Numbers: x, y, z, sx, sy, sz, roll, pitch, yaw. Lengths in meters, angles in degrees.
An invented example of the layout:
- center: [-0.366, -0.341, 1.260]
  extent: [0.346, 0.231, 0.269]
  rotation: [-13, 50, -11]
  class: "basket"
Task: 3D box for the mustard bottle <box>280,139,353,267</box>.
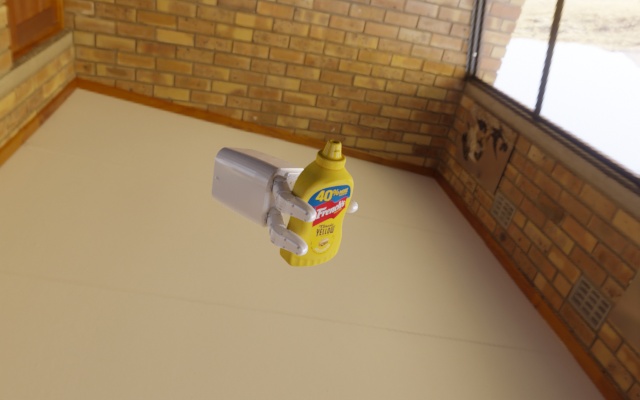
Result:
- center: [0.000, 0.003, 0.692]
  extent: [0.096, 0.192, 0.058]
  rotation: [-9, 35, -35]
  class: "mustard bottle"
